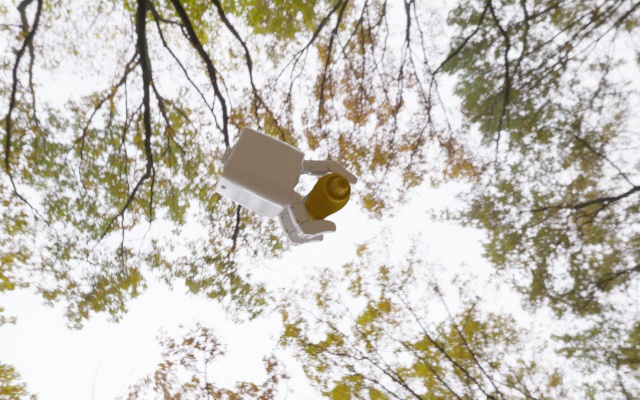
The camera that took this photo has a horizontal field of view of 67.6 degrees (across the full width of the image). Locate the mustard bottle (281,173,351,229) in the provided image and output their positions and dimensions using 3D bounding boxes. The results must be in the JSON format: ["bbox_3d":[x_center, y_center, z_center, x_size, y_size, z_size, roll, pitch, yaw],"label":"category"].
[{"bbox_3d":[0.000,0.003,0.769,0.096,0.058,0.192,-43,0,-27],"label":"mustard bottle"}]
